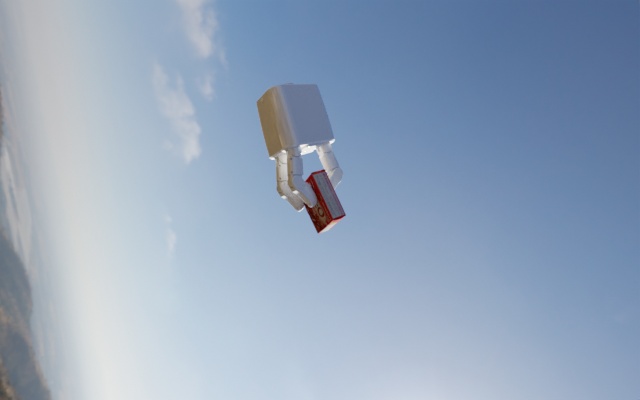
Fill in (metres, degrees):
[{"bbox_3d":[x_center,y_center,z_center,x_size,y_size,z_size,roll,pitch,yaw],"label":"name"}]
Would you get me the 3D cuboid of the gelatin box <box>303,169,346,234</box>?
[{"bbox_3d":[0.001,0.003,0.806,0.030,0.089,0.073,-19,-13,-28],"label":"gelatin box"}]
